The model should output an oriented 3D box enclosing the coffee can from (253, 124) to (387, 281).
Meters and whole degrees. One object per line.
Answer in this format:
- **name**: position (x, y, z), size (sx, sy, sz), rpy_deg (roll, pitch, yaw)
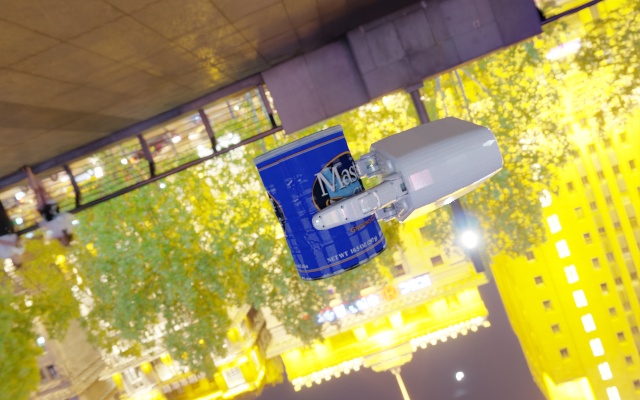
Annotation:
- **coffee can**: position (0.000, 0.002, 0.518), size (0.103, 0.140, 0.103), rpy_deg (-21, 5, 2)
